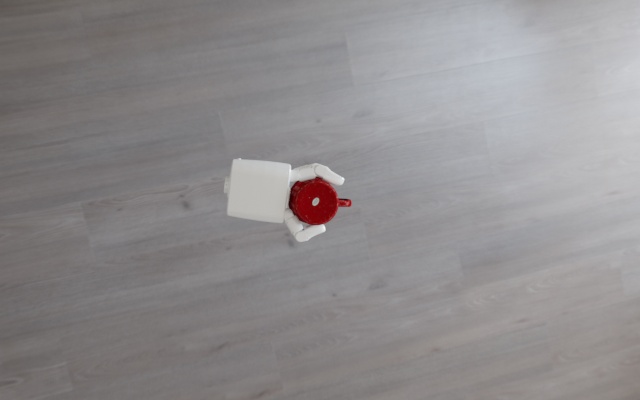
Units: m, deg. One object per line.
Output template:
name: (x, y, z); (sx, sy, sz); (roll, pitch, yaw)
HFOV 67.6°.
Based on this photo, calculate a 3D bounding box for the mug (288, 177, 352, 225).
mug: (0.002, 0.003, 0.886); (0.117, 0.093, 0.081); (6, 4, -8)
